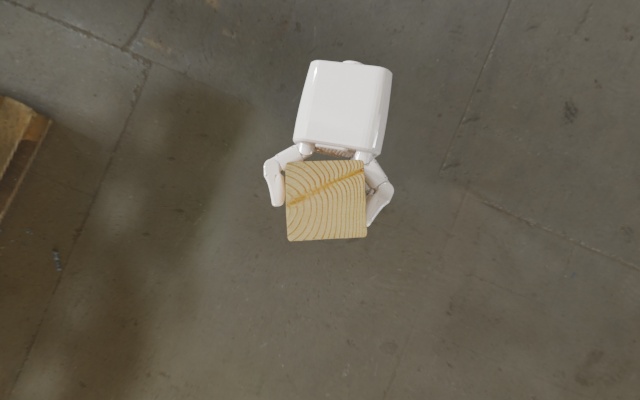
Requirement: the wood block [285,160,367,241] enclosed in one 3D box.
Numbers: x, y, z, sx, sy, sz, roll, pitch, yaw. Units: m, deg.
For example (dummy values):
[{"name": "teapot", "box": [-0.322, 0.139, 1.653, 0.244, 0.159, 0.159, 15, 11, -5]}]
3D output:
[{"name": "wood block", "box": [0.000, 0.002, 0.632, 0.091, 0.090, 0.206, -2, -1, -3]}]
